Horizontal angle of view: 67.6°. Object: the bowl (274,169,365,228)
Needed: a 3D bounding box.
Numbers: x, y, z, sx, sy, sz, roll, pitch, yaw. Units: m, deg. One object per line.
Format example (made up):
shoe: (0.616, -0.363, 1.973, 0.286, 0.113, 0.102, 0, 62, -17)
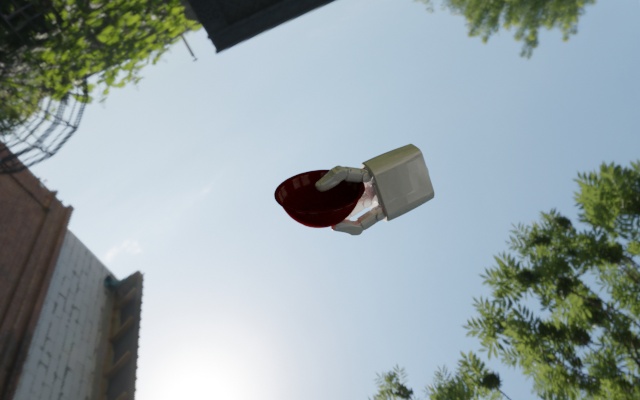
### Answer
bowl: (-0.001, 0.003, 0.855, 0.162, 0.055, 0.162, -4, 29, 2)
